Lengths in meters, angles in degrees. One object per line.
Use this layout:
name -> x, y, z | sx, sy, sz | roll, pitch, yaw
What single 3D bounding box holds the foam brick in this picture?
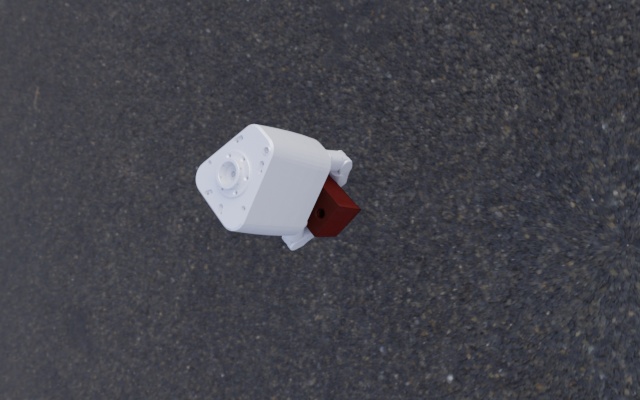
foam brick -> 0.000, 0.002, 0.604 | 0.078, 0.053, 0.051 | 50, 23, 26
